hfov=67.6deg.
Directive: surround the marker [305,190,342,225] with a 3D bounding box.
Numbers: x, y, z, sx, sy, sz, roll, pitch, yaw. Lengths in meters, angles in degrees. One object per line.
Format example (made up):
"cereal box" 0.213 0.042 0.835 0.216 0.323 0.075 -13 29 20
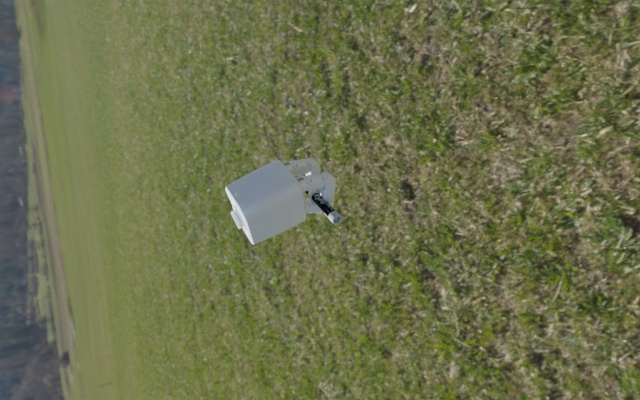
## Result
"marker" 0.000 0.003 0.845 0.020 0.020 0.121 0 30 -33
